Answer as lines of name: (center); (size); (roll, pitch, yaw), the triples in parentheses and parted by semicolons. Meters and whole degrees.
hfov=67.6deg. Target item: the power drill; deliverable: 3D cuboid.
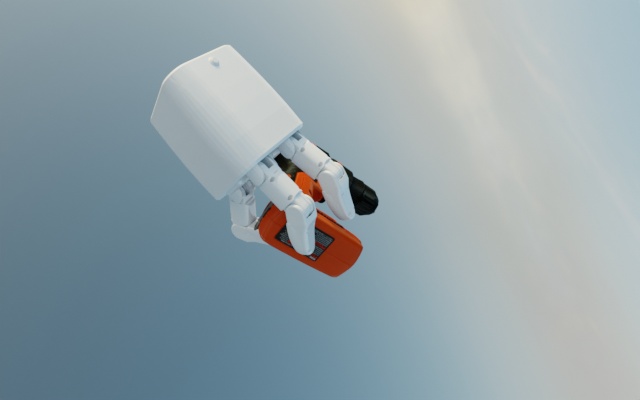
power drill: (0.000, 0.002, 0.551); (0.184, 0.057, 0.187); (29, 25, -18)
